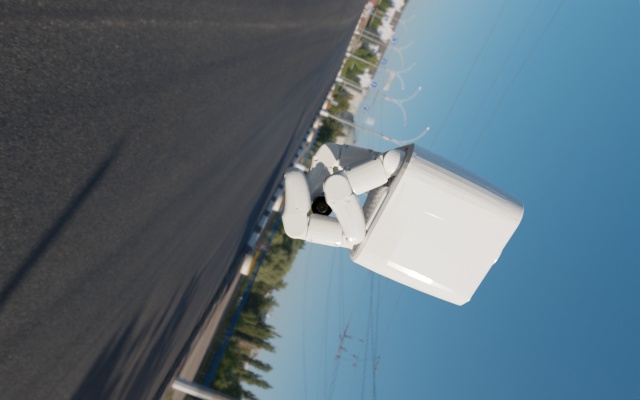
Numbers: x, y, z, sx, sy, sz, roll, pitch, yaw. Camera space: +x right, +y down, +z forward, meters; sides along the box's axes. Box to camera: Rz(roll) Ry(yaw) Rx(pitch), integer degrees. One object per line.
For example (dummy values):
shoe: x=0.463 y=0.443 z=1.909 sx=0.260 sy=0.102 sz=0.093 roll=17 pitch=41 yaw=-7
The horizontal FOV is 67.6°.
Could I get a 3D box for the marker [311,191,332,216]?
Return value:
marker: x=0.000 y=0.002 z=0.466 sx=0.020 sy=0.020 sz=0.121 roll=0 pitch=4 yaw=-2
